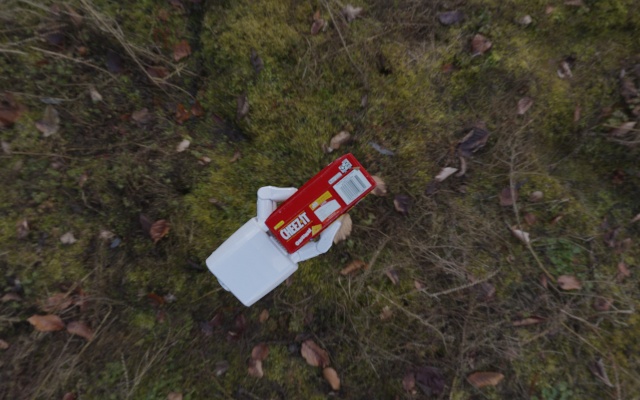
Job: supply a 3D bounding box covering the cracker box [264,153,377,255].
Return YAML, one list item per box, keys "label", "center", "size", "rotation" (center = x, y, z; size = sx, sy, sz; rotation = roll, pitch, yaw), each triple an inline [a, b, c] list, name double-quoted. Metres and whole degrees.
- label: "cracker box"
  center: [0.000, 0.003, 0.788]
  size: [0.164, 0.072, 0.213]
  rotation: [-39, 0, 1]
